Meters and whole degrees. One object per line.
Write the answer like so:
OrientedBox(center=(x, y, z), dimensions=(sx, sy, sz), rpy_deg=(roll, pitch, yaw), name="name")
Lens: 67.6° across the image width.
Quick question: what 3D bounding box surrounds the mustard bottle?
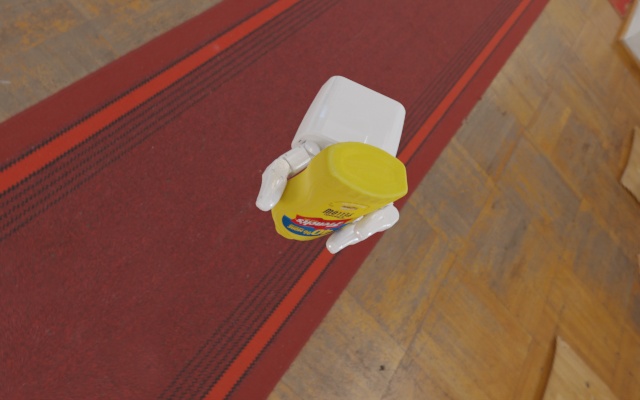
OrientedBox(center=(0.000, 0.002, 0.527), dimensions=(0.096, 0.058, 0.192), rpy_deg=(10, -25, -30), name="mustard bottle")
